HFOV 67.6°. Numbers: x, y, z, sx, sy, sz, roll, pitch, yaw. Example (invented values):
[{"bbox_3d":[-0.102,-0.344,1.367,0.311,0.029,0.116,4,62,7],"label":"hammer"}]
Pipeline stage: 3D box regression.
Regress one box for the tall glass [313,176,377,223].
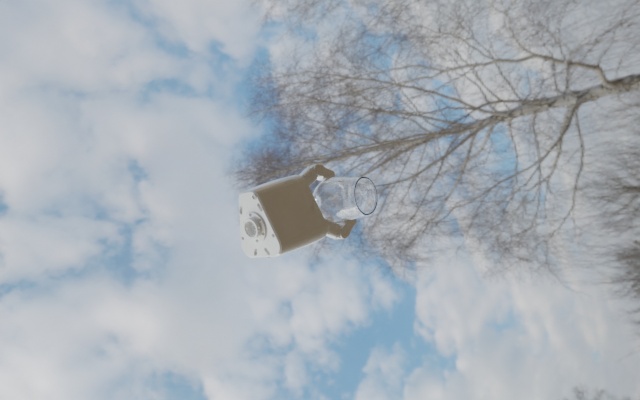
[{"bbox_3d":[0.000,0.003,0.829,0.201,0.079,0.079,-8,-5,42],"label":"tall glass"}]
